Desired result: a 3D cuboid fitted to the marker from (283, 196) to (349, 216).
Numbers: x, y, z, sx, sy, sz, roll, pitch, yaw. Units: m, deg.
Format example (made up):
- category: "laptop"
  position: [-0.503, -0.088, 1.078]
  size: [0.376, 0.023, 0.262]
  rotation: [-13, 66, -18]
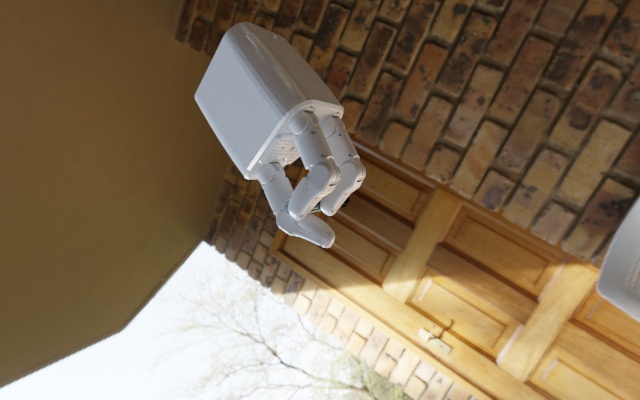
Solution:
- category: "marker"
  position: [0.000, 0.002, 0.495]
  size: [0.020, 0.020, 0.121]
  rotation: [0, 3, 27]
